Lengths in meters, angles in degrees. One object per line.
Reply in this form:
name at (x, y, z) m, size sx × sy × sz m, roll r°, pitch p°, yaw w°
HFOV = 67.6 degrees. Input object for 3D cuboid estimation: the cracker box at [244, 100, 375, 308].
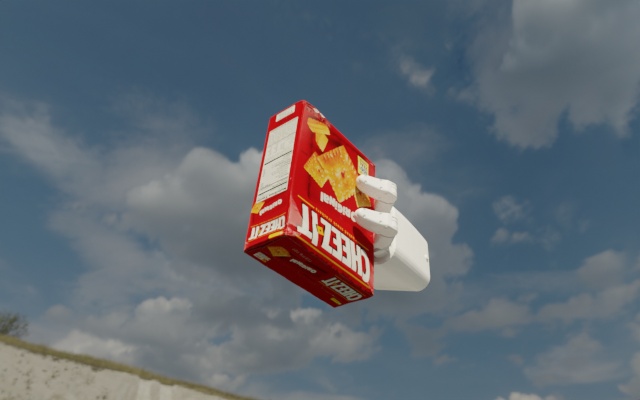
cracker box at (0.000, 0.002, 0.607) m, size 0.072 × 0.213 × 0.164 m, roll -24°, pitch -46°, yaw 32°
